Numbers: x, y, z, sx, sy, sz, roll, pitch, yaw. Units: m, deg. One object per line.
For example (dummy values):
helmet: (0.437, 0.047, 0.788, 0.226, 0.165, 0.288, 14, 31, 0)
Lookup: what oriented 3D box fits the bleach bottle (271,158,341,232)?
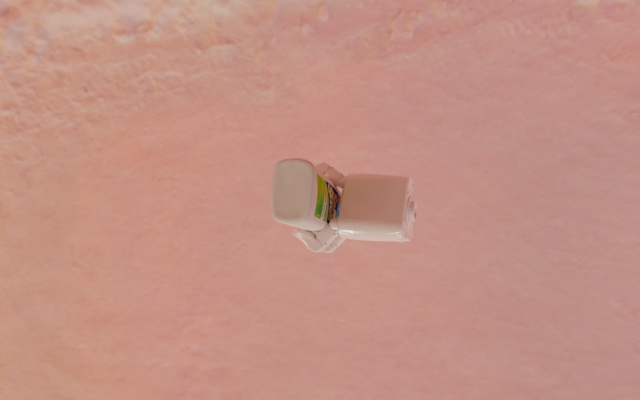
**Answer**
bleach bottle: (0.000, 0.003, 0.816, 0.068, 0.102, 0.251, 2, -6, 21)
